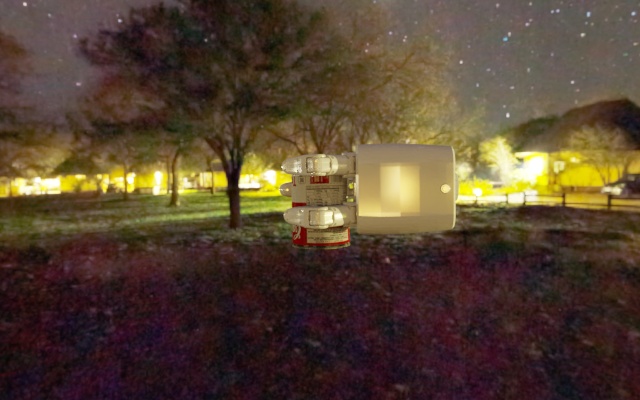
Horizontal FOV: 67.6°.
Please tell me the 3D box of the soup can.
[{"bbox_3d":[0.000,0.002,0.557,0.068,0.102,0.068,-1,3,0],"label":"soup can"}]
